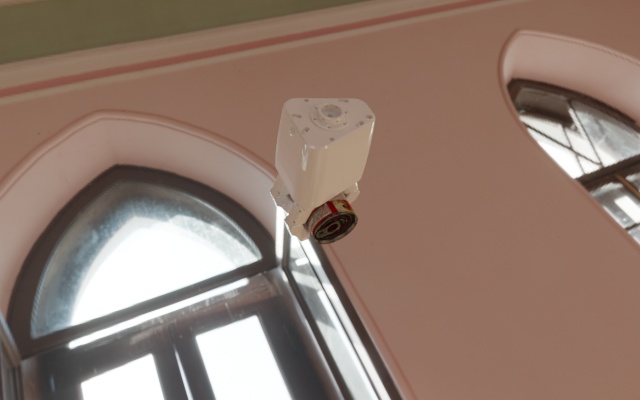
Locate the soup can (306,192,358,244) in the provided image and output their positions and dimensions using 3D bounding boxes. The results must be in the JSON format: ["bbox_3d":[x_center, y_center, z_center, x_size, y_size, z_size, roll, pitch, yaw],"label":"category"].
[{"bbox_3d":[0.000,0.002,0.685,0.068,0.102,0.069,-21,-33,-14],"label":"soup can"}]
